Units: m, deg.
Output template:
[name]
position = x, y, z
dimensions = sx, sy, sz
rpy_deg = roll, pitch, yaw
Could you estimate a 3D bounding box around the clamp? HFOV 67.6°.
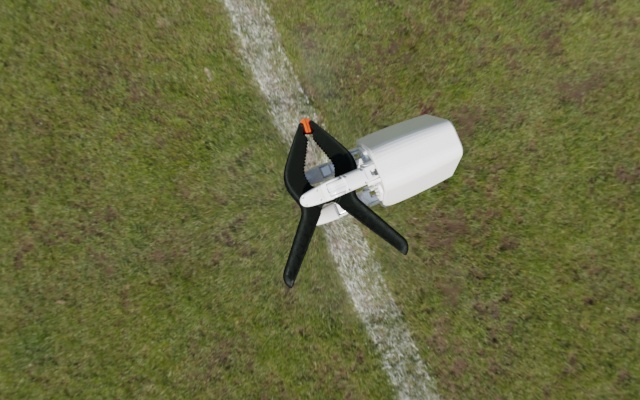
[clamp]
position = 0.000, 0.001, 0.610
dimensions = 0.164, 0.210, 0.036
rpy_deg = -23, 0, -1
